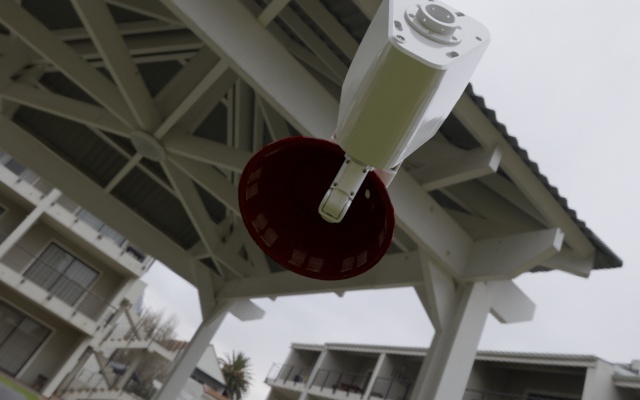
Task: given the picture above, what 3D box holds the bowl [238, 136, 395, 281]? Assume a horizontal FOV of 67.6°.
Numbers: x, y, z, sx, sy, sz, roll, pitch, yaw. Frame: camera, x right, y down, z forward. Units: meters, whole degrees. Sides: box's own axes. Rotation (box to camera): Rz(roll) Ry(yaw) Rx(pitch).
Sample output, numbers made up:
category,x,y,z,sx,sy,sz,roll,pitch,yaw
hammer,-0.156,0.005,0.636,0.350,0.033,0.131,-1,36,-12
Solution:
category,x,y,z,sx,sy,sz,roll,pitch,yaw
bowl,-0.001,0.002,0.490,0.162,0.162,0.055,0,28,20
